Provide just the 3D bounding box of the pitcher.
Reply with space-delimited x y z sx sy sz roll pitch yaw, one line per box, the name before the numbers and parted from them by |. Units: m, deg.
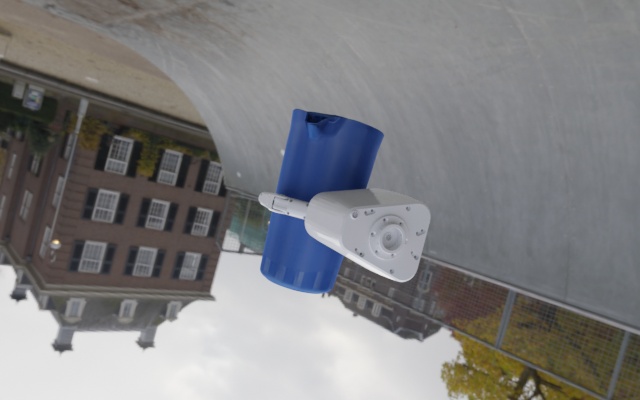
pitcher | 0.000 0.002 0.685 0.149 0.243 0.145 15 2 -23
